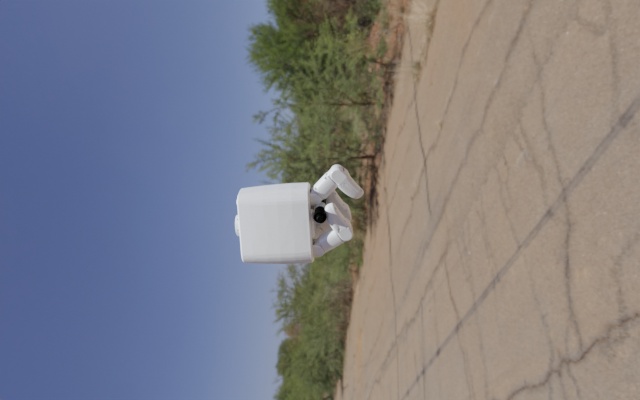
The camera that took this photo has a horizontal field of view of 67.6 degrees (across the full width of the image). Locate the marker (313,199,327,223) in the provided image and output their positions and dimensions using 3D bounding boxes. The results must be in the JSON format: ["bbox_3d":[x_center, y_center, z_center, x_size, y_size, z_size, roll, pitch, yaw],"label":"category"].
[{"bbox_3d":[0.000,0.002,0.717,0.020,0.020,0.121,0,23,1],"label":"marker"}]
